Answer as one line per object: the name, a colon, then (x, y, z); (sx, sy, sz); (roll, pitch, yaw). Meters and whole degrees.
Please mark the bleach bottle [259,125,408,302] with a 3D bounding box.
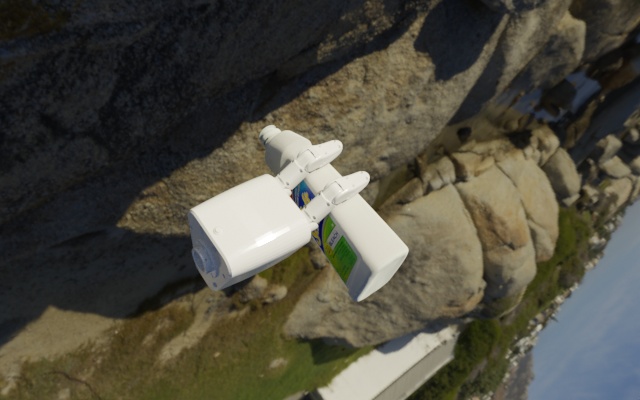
bleach bottle: (0.000, 0.002, 0.614); (0.068, 0.250, 0.103); (-27, -25, -30)
